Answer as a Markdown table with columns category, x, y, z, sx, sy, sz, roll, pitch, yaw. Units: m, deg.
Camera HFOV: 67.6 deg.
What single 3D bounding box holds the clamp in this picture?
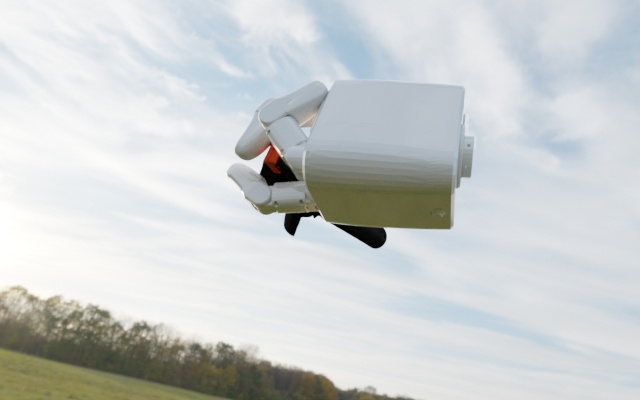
| category | x | y | z | sx | sy | sz | roll | pitch | yaw |
| --- | --- | --- | --- | --- | --- | --- | --- | --- | --- |
| clamp | 0.000 | 0.001 | 0.466 | 0.120 | 0.039 | 0.171 | 5 | -25 | 17 |
